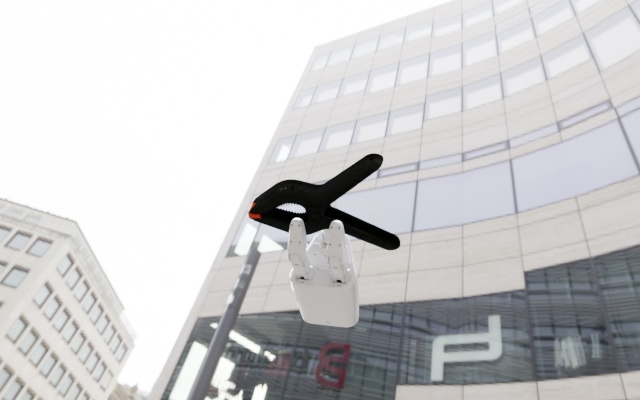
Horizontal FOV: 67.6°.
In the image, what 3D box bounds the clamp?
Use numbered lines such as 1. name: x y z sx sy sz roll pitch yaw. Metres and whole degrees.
1. clamp: 0.000 0.002 0.640 0.210 0.165 0.036 3 44 14
